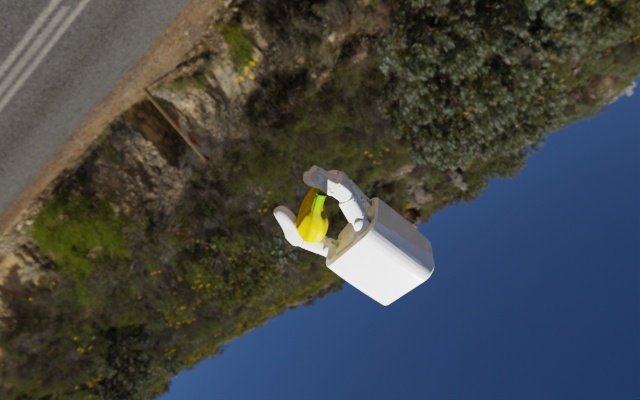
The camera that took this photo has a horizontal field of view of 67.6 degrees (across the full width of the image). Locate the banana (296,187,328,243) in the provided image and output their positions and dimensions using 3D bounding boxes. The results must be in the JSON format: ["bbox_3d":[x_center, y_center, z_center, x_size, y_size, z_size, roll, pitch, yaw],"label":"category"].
[{"bbox_3d":[-0.008,0.019,0.632,0.037,0.069,0.198,25,2,-5],"label":"banana"}]
